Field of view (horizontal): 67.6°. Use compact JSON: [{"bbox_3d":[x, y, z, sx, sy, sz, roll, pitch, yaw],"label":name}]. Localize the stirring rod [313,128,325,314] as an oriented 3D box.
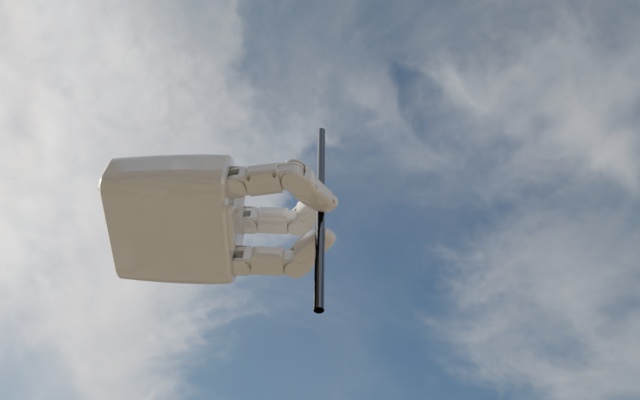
[{"bbox_3d":[0.000,0.001,0.438,0.011,0.011,0.239,0,41,1],"label":"stirring rod"}]
